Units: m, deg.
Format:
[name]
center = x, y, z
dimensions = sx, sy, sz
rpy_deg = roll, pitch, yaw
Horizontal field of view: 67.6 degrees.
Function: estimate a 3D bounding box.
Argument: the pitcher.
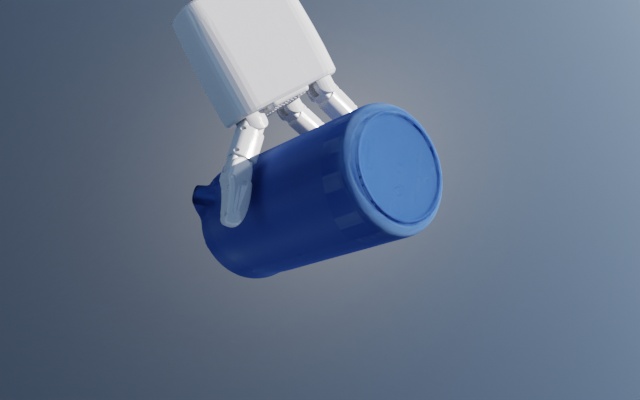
[pitcher]
center = 0.000, 0.001, 0.462
dimensions = 0.149, 0.145, 0.243
rpy_deg = -31, 7, -37
